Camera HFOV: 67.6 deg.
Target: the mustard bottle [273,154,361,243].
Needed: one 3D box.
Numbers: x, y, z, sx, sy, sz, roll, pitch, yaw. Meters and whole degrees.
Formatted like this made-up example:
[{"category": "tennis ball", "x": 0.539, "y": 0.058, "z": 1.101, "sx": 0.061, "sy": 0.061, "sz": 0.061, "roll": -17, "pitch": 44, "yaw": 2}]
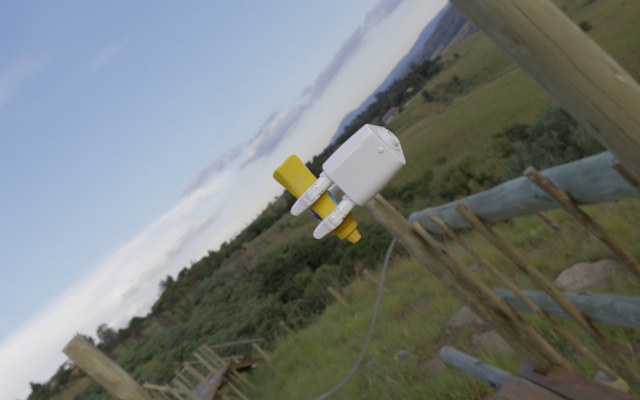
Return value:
[{"category": "mustard bottle", "x": 0.000, "y": 0.003, "z": 0.854, "sx": 0.191, "sy": 0.058, "sz": 0.096, "roll": 45, "pitch": -2, "yaw": -2}]
